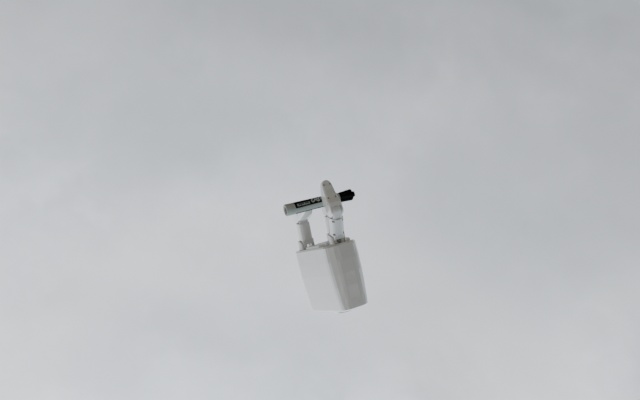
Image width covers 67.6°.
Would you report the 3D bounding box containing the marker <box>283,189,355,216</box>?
[{"bbox_3d":[0.000,0.002,0.760,0.121,0.020,0.020,-13,5,-21],"label":"marker"}]
